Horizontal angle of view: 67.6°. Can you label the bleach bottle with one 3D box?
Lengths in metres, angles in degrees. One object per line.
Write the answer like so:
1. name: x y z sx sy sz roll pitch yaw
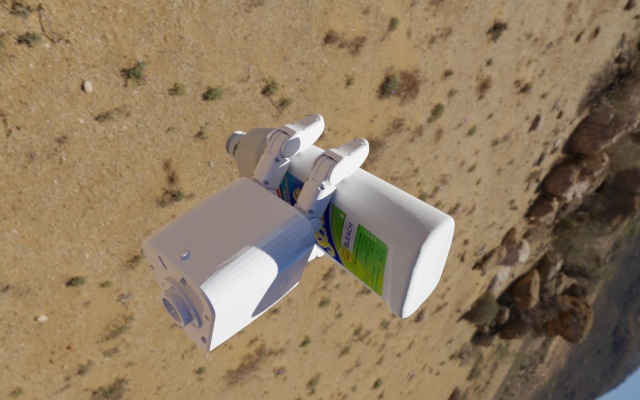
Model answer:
1. bleach bottle: 0.000 0.001 0.463 0.250 0.103 0.068 32 49 29
